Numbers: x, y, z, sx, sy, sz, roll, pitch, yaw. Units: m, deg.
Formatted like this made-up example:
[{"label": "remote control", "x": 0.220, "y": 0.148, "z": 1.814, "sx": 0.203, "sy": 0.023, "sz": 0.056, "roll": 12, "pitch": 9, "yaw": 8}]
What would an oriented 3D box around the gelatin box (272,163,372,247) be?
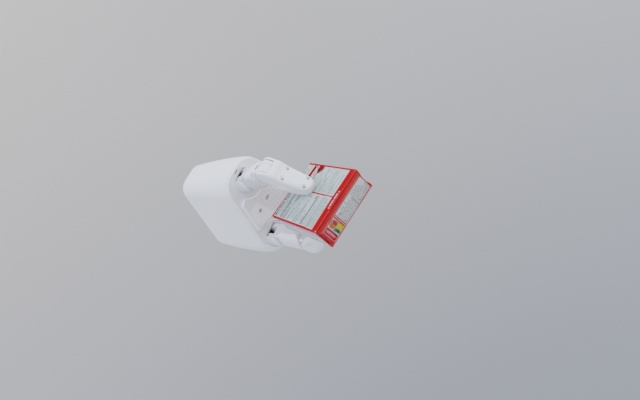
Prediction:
[{"label": "gelatin box", "x": 0.000, "y": 0.001, "z": 0.482, "sx": 0.030, "sy": 0.073, "sz": 0.089, "roll": 41, "pitch": -15, "yaw": -31}]
